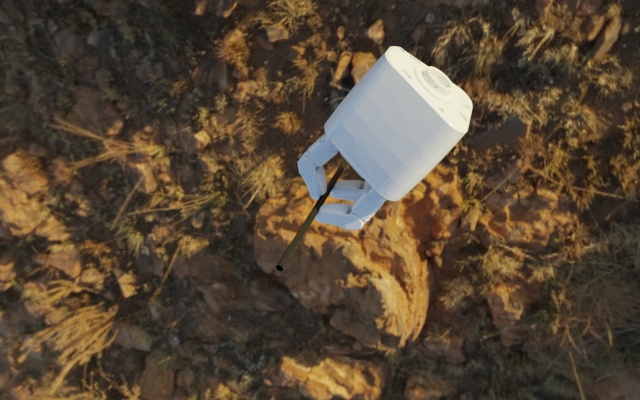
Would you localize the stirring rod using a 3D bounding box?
[{"bbox_3d":[0.000,0.002,0.552,0.011,0.011,0.239,0,32,23],"label":"stirring rod"}]
